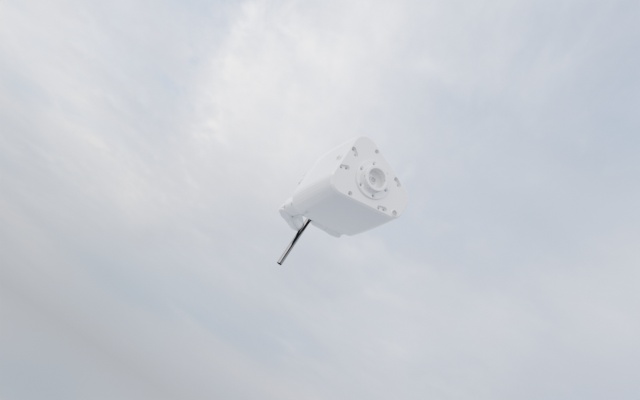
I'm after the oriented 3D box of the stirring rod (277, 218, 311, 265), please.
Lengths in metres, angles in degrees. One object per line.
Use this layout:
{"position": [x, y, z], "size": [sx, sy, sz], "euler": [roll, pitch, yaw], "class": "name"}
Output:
{"position": [0.000, 0.003, 0.743], "size": [0.011, 0.239, 0.011], "euler": [26, -28, 15], "class": "stirring rod"}
